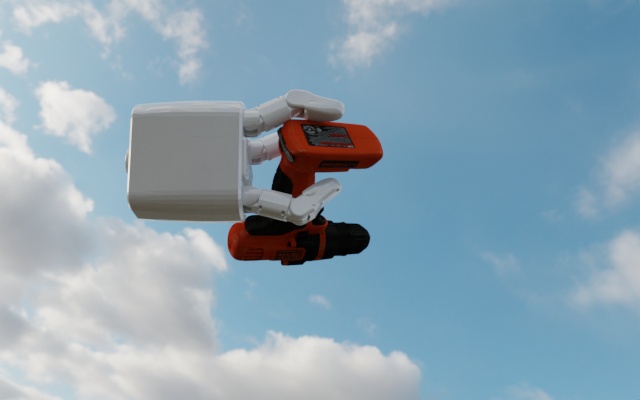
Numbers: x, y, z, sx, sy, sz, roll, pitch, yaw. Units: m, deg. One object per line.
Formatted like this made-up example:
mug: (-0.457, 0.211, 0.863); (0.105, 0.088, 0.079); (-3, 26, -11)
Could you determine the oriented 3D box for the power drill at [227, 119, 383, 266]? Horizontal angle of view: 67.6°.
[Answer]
power drill: (0.000, 0.001, 0.540); (0.184, 0.188, 0.057); (-1, 44, -27)
